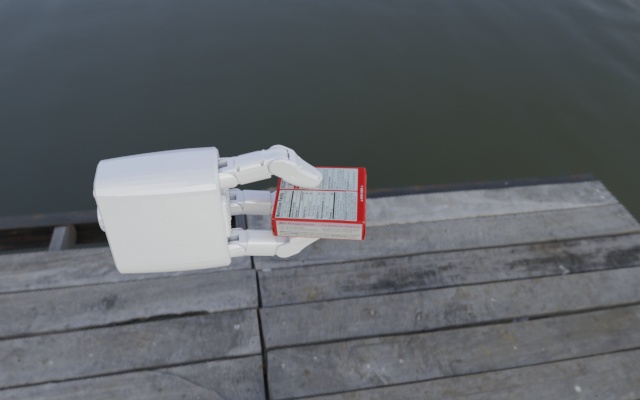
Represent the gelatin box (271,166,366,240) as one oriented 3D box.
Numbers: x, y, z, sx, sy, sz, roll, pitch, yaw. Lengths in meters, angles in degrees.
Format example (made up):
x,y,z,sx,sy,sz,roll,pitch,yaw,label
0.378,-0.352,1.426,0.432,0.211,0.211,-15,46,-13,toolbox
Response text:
x,y,z,sx,sy,sz,roll,pitch,yaw,label
0.000,0.001,0.468,0.089,0.073,0.030,1,-42,4,gelatin box
